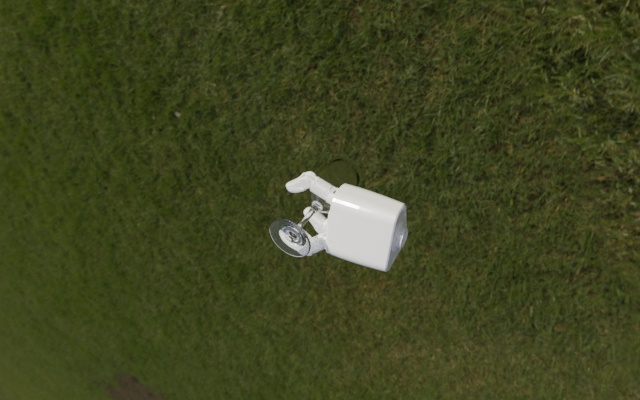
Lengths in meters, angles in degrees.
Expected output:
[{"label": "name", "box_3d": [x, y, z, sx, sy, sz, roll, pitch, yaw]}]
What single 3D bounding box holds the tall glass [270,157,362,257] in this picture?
[{"label": "tall glass", "box_3d": [0.000, 0.003, 0.804, 0.079, 0.079, 0.201, 0, 35, 35]}]
